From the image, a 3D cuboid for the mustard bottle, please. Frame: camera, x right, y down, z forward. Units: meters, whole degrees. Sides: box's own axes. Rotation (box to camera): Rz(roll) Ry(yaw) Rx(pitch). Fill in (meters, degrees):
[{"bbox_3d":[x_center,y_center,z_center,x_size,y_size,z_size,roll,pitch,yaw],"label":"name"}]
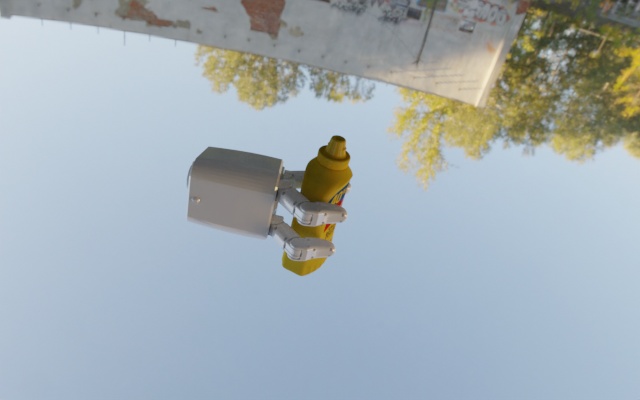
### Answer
[{"bbox_3d":[0.000,0.002,0.625,0.058,0.192,0.096,26,35,15],"label":"mustard bottle"}]
